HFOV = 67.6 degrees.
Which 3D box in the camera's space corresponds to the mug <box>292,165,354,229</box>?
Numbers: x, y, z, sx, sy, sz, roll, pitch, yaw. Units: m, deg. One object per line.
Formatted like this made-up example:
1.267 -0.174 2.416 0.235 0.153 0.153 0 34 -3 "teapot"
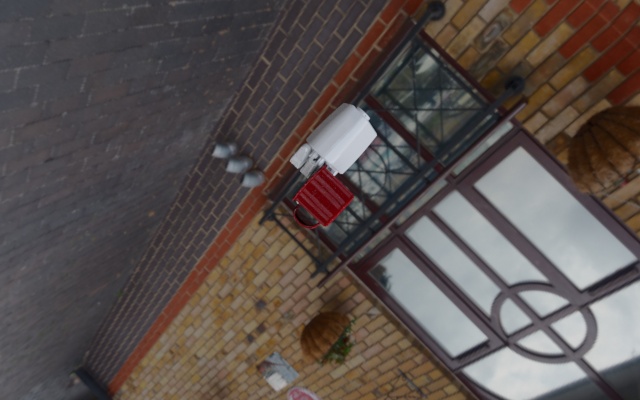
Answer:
-0.001 0.004 0.890 0.081 0.117 0.093 44 7 3 "mug"
